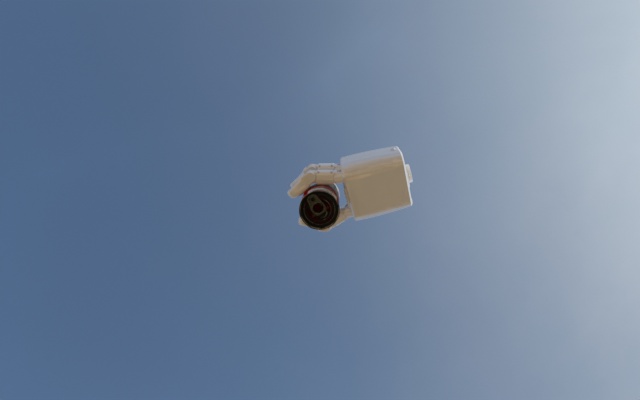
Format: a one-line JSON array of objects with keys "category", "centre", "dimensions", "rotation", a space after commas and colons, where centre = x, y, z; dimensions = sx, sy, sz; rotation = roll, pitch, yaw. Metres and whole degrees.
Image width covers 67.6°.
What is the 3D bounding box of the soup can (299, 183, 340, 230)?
[{"category": "soup can", "centre": [0.000, 0.003, 0.834], "dimensions": [0.068, 0.068, 0.102], "rotation": [0, 16, 2]}]
